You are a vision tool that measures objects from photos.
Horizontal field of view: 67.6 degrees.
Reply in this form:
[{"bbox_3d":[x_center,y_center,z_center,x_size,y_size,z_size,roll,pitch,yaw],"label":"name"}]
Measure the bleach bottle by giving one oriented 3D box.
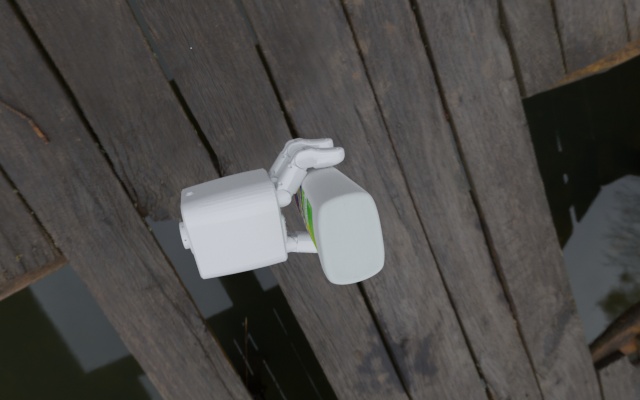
[{"bbox_3d":[0.000,0.002,0.592,0.068,0.103,0.250,-14,20,-11],"label":"bleach bottle"}]
